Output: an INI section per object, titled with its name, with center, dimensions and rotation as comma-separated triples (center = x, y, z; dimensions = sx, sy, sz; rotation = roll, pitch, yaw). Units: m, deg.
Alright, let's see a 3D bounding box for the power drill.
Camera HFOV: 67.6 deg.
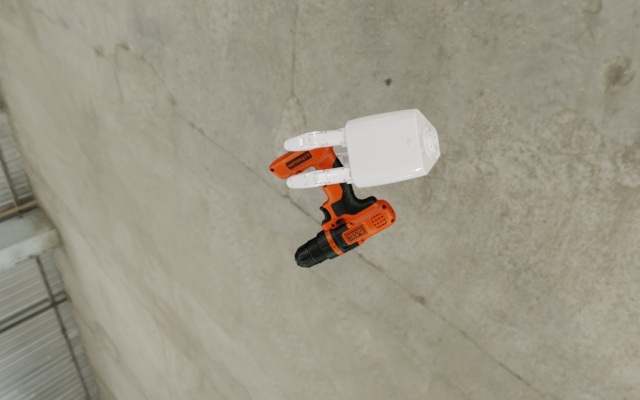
[power drill]
center = 0.000, 0.002, 0.760
dimensions = 0.184, 0.188, 0.057
rotation = -30, 14, 14
